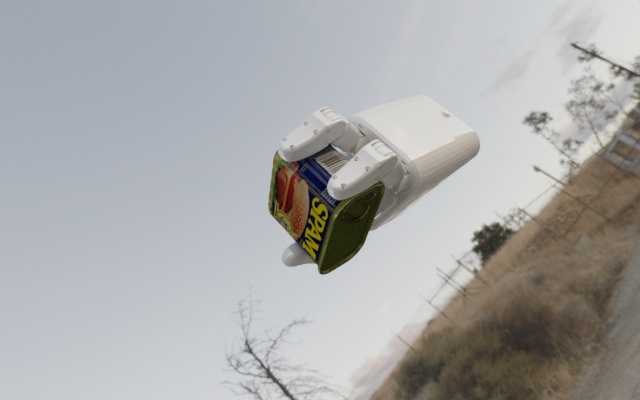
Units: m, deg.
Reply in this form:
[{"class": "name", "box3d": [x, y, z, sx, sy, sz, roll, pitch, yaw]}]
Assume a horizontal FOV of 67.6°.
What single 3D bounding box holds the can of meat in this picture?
[{"class": "can of meat", "box3d": [0.000, 0.001, 0.425, 0.057, 0.102, 0.084, -27, 59, -32]}]
